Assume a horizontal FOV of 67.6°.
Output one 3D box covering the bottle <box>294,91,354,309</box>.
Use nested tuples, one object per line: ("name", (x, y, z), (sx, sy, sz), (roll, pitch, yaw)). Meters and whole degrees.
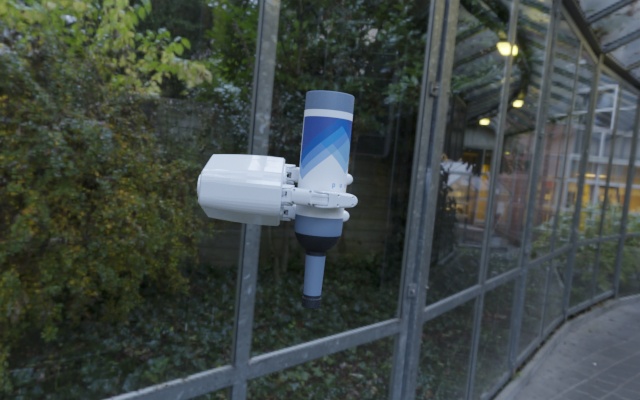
("bottle", (0.000, 0.002, 0.662), (0.069, 0.296, 0.069), (5, 4, 0))
